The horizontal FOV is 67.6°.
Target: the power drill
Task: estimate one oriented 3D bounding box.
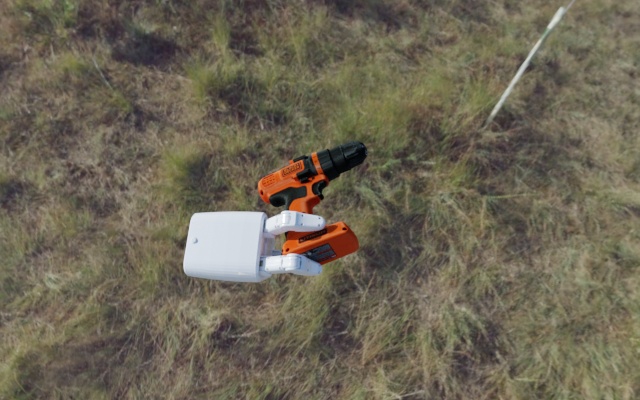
[{"bbox_3d":[0.000,0.003,0.713,0.184,0.187,0.057,-24,-45,11],"label":"power drill"}]
